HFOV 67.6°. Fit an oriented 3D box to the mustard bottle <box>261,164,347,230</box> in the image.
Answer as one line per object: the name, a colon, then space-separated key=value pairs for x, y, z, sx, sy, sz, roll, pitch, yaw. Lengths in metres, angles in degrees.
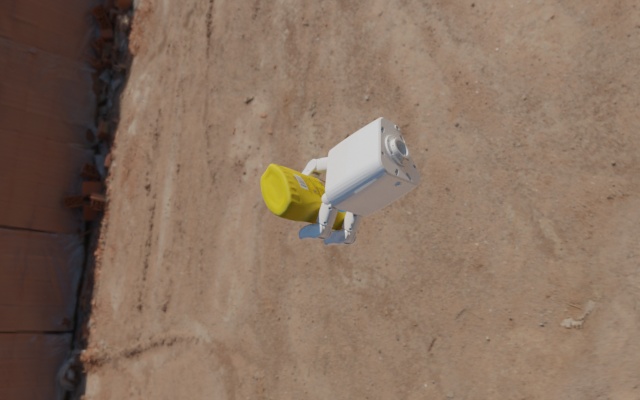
mustard bottle: x=0.000 y=0.003 z=0.767 sx=0.192 sy=0.058 sz=0.096 roll=16 pitch=30 yaw=-41
